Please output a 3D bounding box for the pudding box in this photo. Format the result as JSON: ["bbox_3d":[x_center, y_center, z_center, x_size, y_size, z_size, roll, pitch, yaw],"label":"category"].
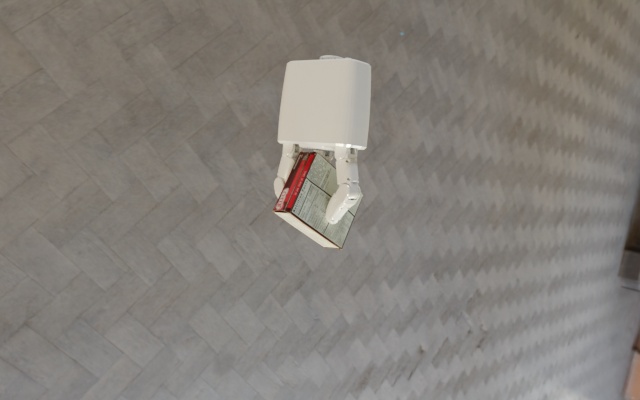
[{"bbox_3d":[0.000,0.002,0.628,0.039,0.090,0.113,4,-26,47],"label":"pudding box"}]
